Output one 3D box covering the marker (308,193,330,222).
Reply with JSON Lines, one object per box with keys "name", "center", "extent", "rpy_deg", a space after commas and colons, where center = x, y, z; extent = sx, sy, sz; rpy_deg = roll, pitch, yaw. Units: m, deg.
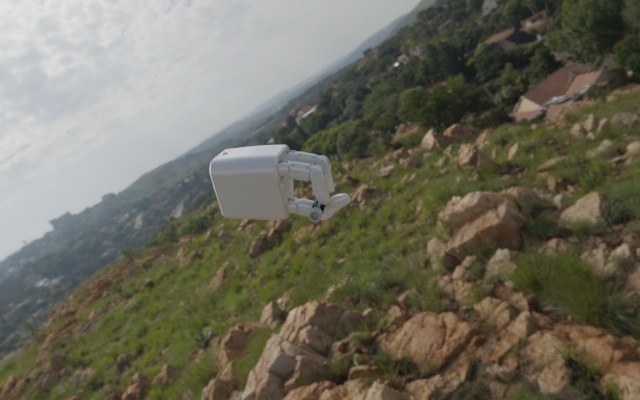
{"name": "marker", "center": [0.000, 0.002, 0.743], "extent": [0.020, 0.020, 0.121], "rpy_deg": [0, 20, 9]}
